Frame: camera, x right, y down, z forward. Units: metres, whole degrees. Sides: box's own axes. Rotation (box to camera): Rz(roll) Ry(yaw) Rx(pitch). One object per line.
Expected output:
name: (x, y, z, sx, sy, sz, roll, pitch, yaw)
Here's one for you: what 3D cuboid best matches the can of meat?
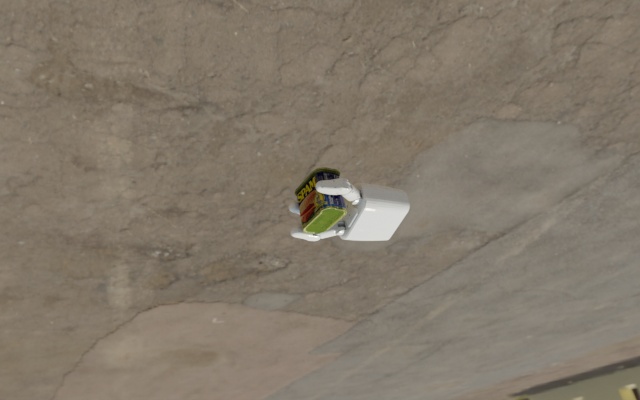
can of meat: (0.000, 0.003, 0.870, 0.057, 0.084, 0.102, 8, -34, -31)
